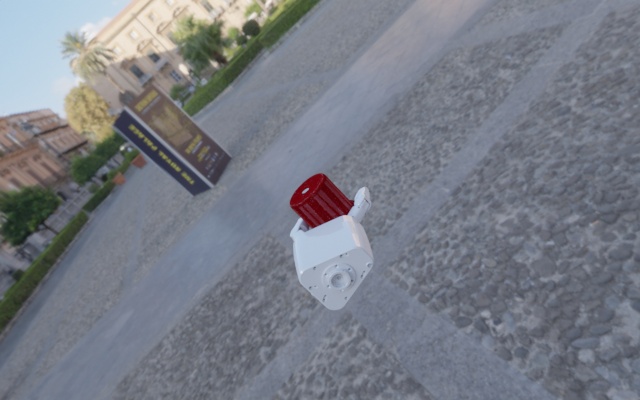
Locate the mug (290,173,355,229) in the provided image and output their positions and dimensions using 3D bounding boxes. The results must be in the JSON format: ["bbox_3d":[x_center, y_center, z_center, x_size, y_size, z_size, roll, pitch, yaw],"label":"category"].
[{"bbox_3d":[0.000,0.002,0.838,0.093,0.081,0.117,-40,21,11],"label":"mug"}]
